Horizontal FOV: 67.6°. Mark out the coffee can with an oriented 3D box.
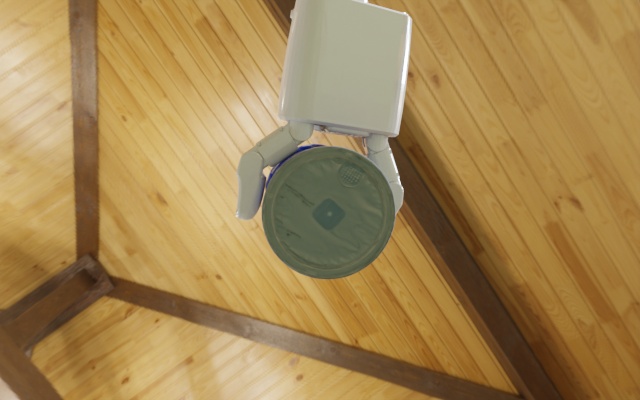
[{"bbox_3d":[0.000,0.002,0.429,0.103,0.103,0.140,0,8,-6],"label":"coffee can"}]
